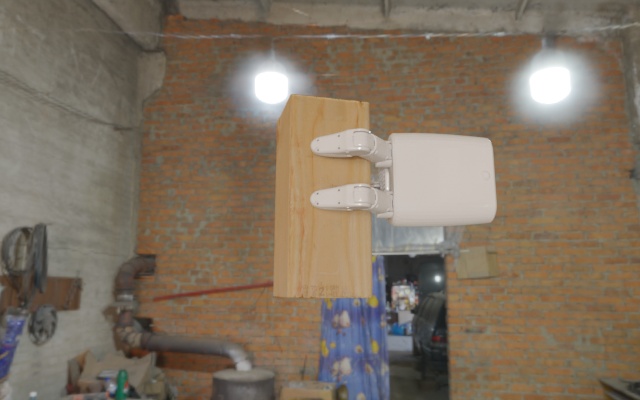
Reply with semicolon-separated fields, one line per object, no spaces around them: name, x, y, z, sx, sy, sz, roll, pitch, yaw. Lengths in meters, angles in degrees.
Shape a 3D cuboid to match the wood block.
wood block;0.000;0.002;0.524;0.090;0.206;0.091;3;-11;-13
